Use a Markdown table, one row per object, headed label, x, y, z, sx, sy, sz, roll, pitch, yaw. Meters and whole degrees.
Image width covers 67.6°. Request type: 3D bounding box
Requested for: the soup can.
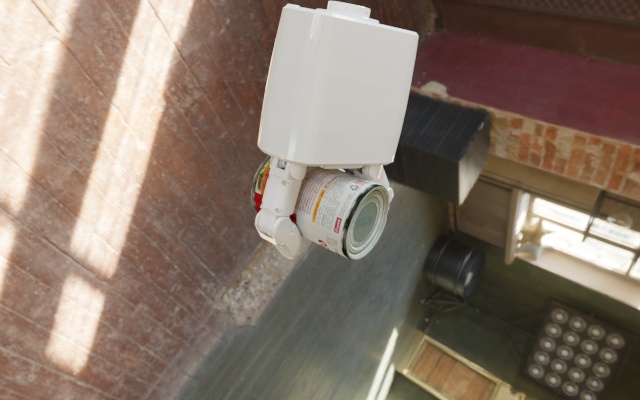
| label | x | y | z | sx | sy | sz | roll | pitch | yaw |
| --- | --- | --- | --- | --- | --- | --- | --- | --- | --- |
| soup can | 0.000 | 0.002 | 0.413 | 0.102 | 0.068 | 0.068 | 24 | 13 | 31 |
